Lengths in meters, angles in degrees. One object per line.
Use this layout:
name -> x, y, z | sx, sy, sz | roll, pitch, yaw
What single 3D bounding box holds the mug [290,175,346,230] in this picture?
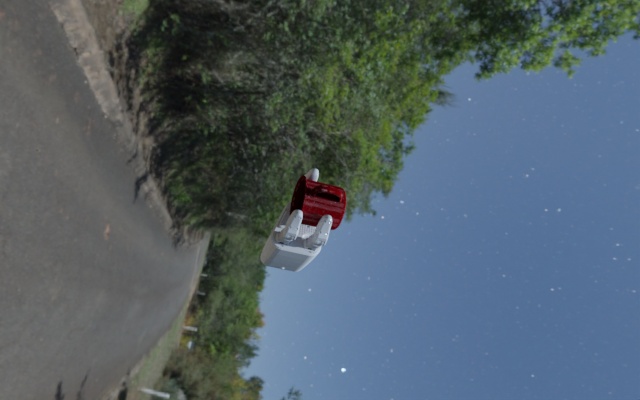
mug -> 0.001, 0.002, 0.862 | 0.081, 0.093, 0.117 | 13, -29, -16
